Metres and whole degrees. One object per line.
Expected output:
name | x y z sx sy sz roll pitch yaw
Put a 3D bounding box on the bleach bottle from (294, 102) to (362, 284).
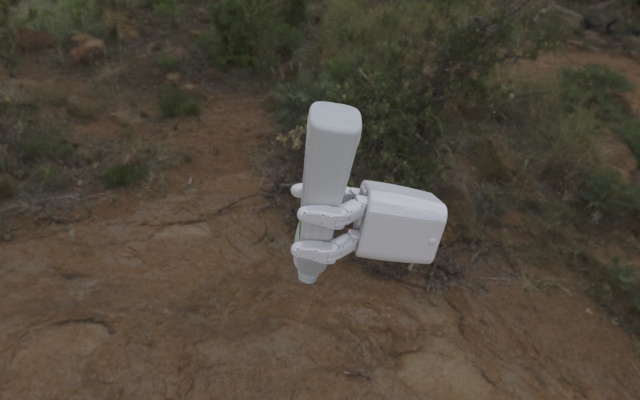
bleach bottle | 0.000 0.002 0.649 0.068 0.251 0.102 9 30 -3
